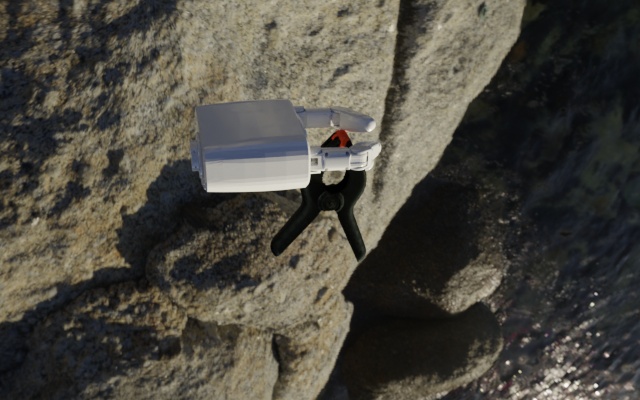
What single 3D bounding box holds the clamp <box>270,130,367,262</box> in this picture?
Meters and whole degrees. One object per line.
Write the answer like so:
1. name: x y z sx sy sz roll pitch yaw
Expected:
1. clamp: 0.000 0.002 0.566 0.120 0.171 0.039 -5 24 -14
